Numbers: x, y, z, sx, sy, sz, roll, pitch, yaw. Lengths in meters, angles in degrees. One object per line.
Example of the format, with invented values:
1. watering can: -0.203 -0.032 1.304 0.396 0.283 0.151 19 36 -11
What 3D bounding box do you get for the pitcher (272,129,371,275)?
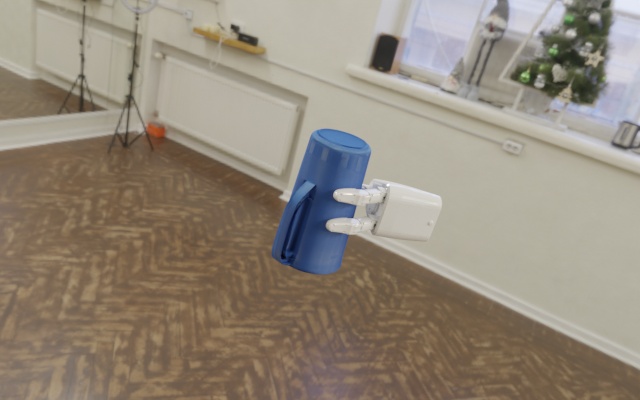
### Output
1. pitcher: 0.000 0.003 0.849 0.145 0.243 0.149 11 23 -12
